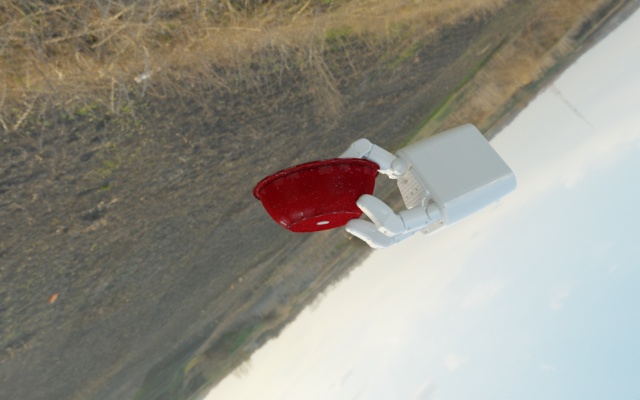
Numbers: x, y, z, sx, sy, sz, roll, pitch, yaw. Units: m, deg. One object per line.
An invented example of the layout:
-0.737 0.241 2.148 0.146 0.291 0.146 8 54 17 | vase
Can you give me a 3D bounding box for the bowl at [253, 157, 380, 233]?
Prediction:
-0.001 0.003 0.590 0.162 0.055 0.162 -10 -14 -3 | bowl
